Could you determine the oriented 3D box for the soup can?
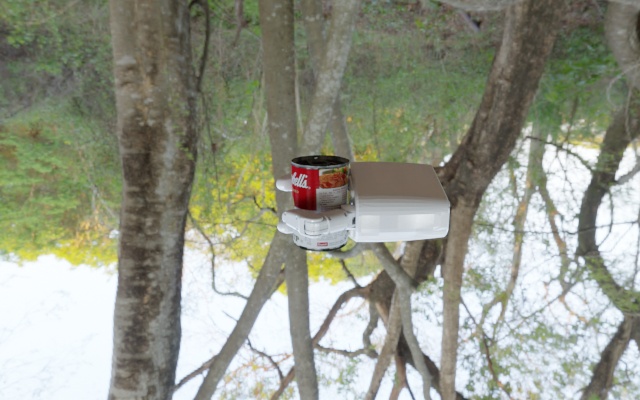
[{"bbox_3d":[0.000,0.002,0.568,0.068,0.102,0.068,0,16,0],"label":"soup can"}]
